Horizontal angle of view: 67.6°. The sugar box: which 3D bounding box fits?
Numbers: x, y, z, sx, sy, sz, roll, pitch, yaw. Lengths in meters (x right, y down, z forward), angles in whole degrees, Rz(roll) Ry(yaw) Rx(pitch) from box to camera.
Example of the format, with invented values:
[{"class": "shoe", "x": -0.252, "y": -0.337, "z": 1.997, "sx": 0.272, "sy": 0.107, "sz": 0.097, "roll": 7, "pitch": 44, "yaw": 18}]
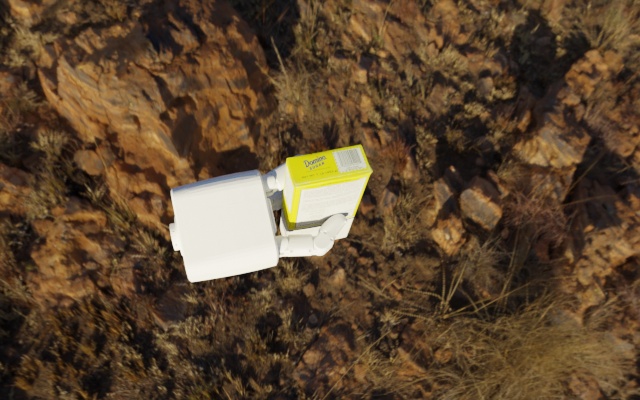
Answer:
[{"class": "sugar box", "x": 0.000, "y": 0.001, "z": 0.604, "sx": 0.093, "sy": 0.048, "sz": 0.176, "roll": -11, "pitch": -24, "yaw": -14}]
